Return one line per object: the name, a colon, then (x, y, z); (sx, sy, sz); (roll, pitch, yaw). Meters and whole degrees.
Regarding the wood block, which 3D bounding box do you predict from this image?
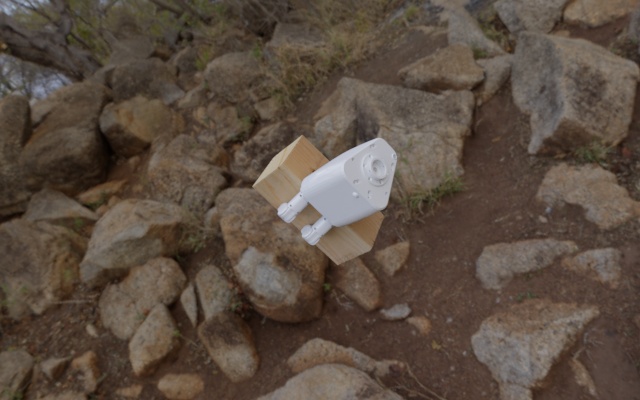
wood block: (0.000, 0.002, 0.820); (0.090, 0.206, 0.090); (-32, 21, 42)
